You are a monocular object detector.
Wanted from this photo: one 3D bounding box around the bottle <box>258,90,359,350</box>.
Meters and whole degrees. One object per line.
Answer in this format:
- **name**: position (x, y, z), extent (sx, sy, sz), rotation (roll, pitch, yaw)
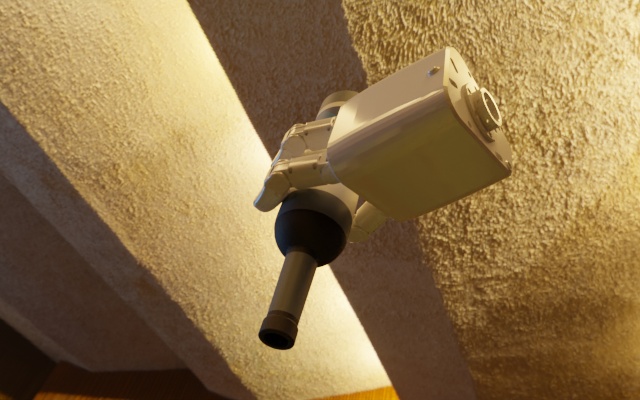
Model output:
- **bottle**: position (0.000, 0.001, 0.446), extent (0.069, 0.069, 0.295), rotation (0, 42, 17)
